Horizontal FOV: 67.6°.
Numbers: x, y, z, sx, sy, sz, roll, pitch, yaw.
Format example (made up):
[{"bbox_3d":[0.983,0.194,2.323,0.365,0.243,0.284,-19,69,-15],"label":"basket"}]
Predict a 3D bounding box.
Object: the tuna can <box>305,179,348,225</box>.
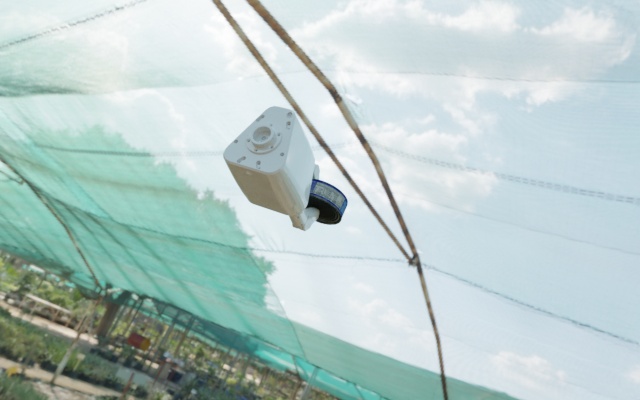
[{"bbox_3d":[0.000,0.002,0.771,0.086,0.033,0.086,20,-27,11],"label":"tuna can"}]
